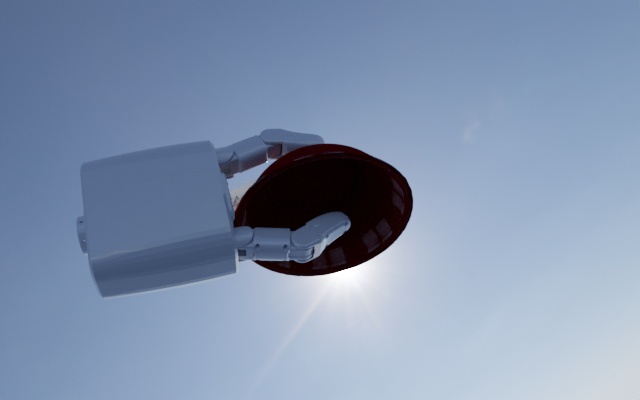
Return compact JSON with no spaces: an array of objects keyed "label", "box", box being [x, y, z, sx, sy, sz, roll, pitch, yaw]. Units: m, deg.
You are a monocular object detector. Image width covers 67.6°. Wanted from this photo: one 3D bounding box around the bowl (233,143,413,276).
[{"label":"bowl","box":[0.001,0.001,0.441,0.162,0.055,0.162,-7,-43,-6]}]
